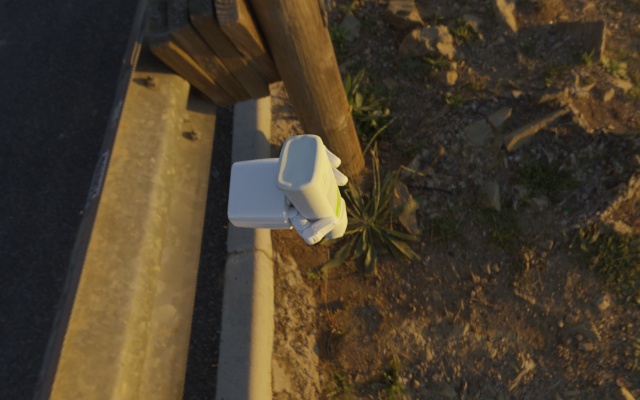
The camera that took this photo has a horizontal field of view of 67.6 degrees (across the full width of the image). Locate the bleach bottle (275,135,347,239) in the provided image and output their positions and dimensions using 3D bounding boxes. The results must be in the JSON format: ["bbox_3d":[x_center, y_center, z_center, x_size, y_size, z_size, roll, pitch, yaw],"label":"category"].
[{"bbox_3d":[0.000,0.002,0.795,0.068,0.102,0.251,-1,-30,17],"label":"bleach bottle"}]
